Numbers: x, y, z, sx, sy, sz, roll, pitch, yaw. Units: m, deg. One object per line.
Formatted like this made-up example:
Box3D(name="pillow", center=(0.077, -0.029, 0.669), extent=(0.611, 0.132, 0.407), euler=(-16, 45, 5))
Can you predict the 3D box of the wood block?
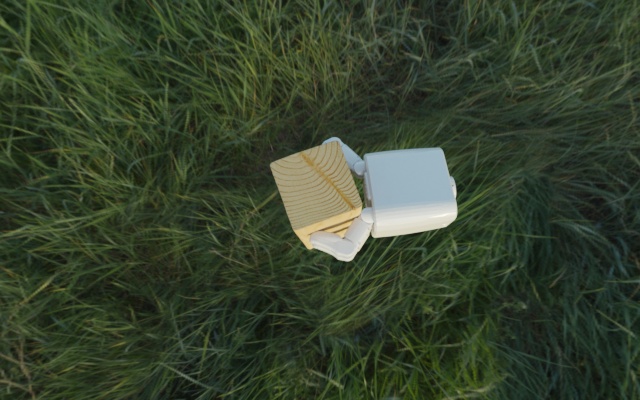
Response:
Box3D(name="wood block", center=(0.000, 0.002, 0.665), extent=(0.090, 0.090, 0.206), euler=(-20, -13, -1))
